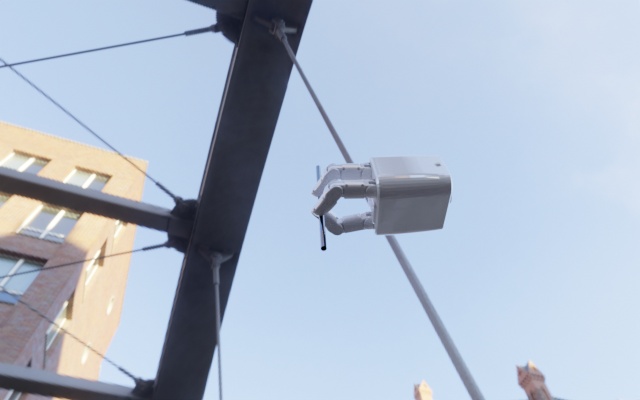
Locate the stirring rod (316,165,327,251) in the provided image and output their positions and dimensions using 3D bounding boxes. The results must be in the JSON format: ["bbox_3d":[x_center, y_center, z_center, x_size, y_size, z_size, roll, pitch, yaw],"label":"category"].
[{"bbox_3d":[0.000,0.002,0.723,0.011,0.011,0.239,0,30,-2],"label":"stirring rod"}]
